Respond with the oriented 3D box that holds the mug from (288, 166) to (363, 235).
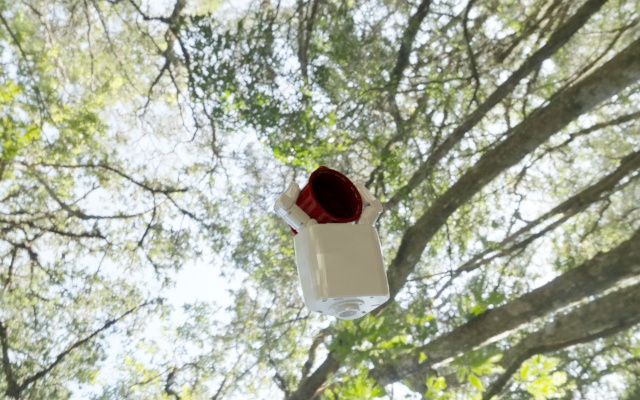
[{"bbox_3d":[0.000,0.001,0.713,0.093,0.117,0.081,13,-40,-31],"label":"mug"}]
